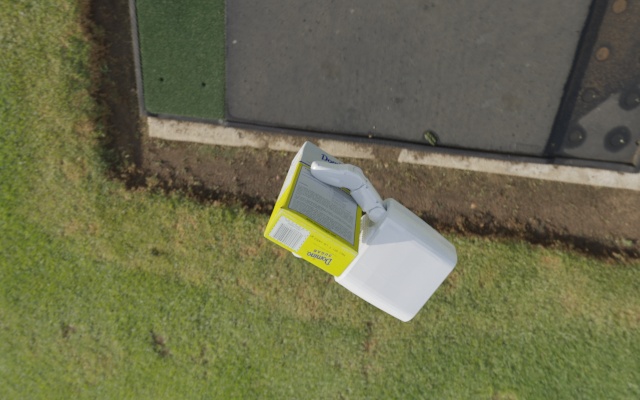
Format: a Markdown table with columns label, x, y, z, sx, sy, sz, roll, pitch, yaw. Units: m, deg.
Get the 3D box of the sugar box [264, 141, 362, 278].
| label | x | y | z | sx | sy | sz | roll | pitch | yaw |
| --- | --- | --- | --- | --- | --- | --- | --- | --- | --- |
| sugar box | 0.000 | 0.002 | 0.552 | 0.093 | 0.048 | 0.176 | 32 | 26 | -10 |
